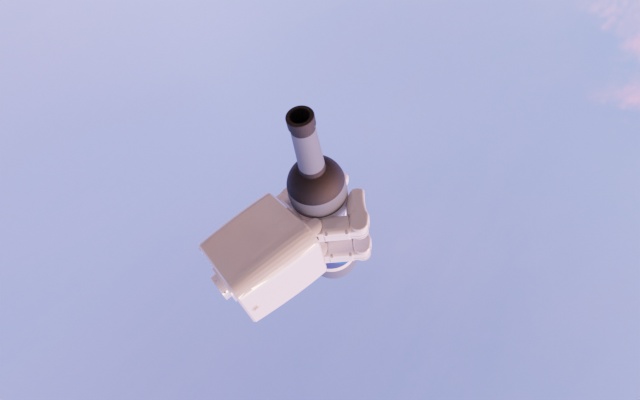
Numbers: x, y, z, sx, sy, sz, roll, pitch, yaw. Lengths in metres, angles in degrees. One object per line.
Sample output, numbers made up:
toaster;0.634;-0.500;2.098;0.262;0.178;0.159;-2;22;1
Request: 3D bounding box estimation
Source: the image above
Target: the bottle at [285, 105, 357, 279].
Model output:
bottle;0.000;0.002;0.559;0.069;0.069;0.296;0;-33;9
